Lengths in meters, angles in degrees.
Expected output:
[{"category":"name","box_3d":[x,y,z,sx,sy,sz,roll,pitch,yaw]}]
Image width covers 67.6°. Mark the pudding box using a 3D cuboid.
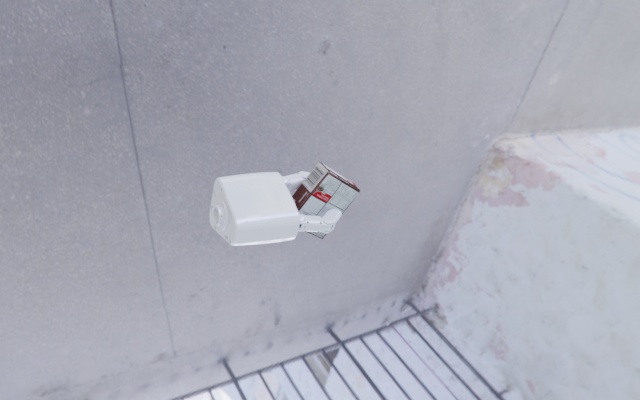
[{"category":"pudding box","box_3d":[0.000,0.003,0.808,0.090,0.113,0.039,28,16,-44]}]
